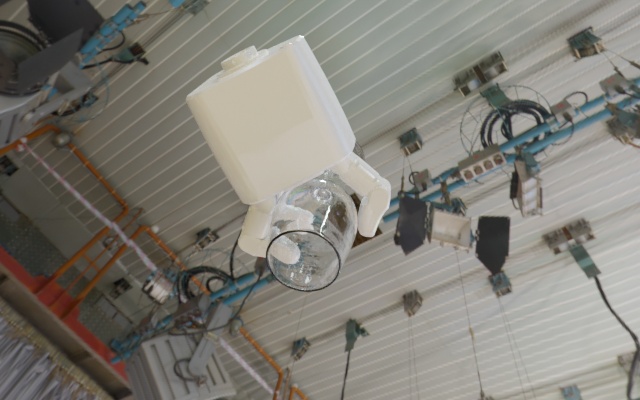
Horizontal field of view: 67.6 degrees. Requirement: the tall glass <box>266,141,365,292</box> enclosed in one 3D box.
[{"bbox_3d":[0.000,0.001,0.468,0.079,0.079,0.201,0,29,9],"label":"tall glass"}]
